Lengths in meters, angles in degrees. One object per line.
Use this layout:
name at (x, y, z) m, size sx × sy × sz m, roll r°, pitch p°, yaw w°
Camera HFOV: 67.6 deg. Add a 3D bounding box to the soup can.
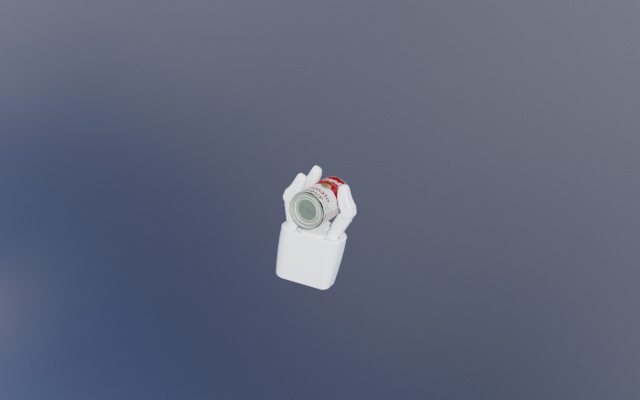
soup can at (0.000, 0.002, 0.833) m, size 0.068 × 0.068 × 0.102 m, roll 0°, pitch 17°, yaw 31°
